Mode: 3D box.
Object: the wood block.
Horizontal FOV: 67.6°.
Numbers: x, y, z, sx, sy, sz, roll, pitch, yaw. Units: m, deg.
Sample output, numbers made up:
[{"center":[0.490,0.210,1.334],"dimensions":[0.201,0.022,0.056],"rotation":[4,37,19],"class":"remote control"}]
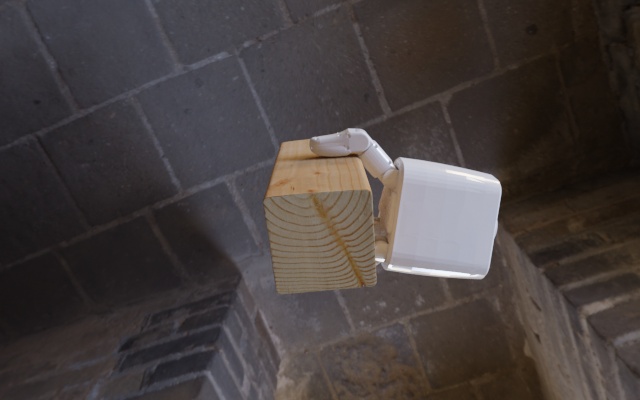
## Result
[{"center":[0.000,0.001,0.492],"dimensions":[0.090,0.091,0.206],"rotation":[-5,19,1],"class":"wood block"}]
